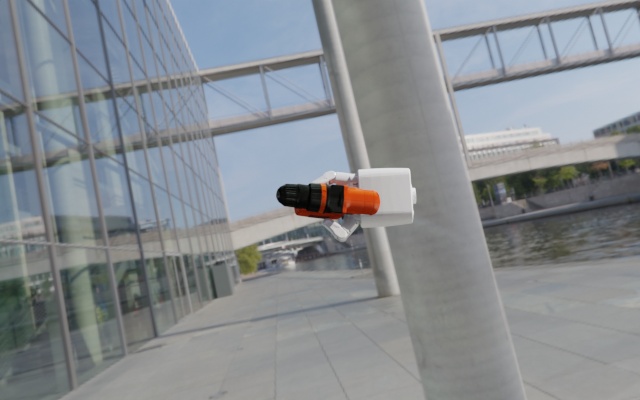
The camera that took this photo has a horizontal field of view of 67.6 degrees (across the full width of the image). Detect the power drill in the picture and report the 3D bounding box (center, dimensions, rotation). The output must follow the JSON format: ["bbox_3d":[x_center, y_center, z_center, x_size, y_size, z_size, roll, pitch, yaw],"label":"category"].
[{"bbox_3d":[0.000,0.003,0.900,0.184,0.057,0.187,7,-4,-11],"label":"power drill"}]
